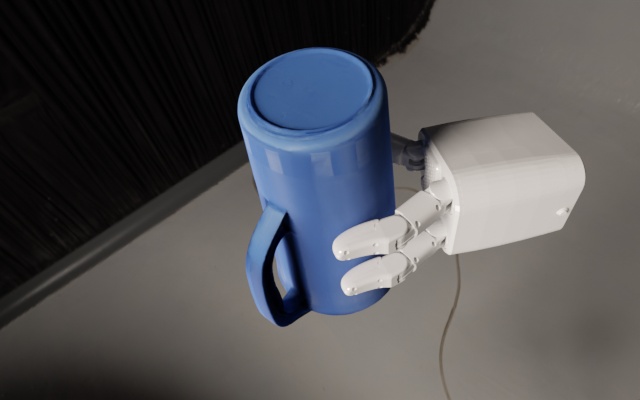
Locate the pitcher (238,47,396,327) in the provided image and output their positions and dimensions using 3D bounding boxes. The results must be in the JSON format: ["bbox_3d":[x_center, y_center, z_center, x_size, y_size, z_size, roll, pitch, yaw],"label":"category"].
[{"bbox_3d":[0.000,0.001,0.422,0.145,0.149,0.243,-9,-38,2],"label":"pitcher"}]
